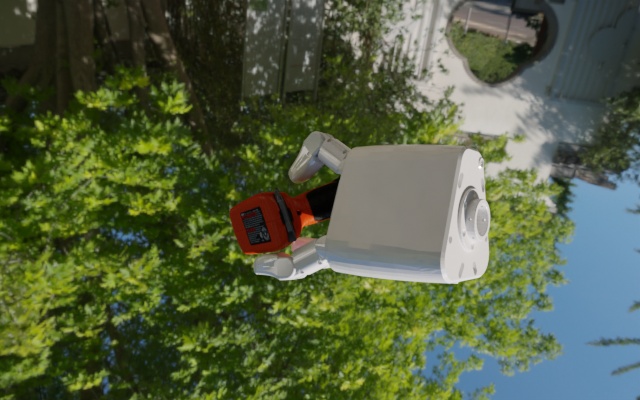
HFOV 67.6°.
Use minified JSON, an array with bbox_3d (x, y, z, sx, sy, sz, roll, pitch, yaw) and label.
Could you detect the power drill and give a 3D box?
[{"bbox_3d":[0.000,0.002,0.524,0.187,0.057,0.184,-21,0,-31],"label":"power drill"}]
